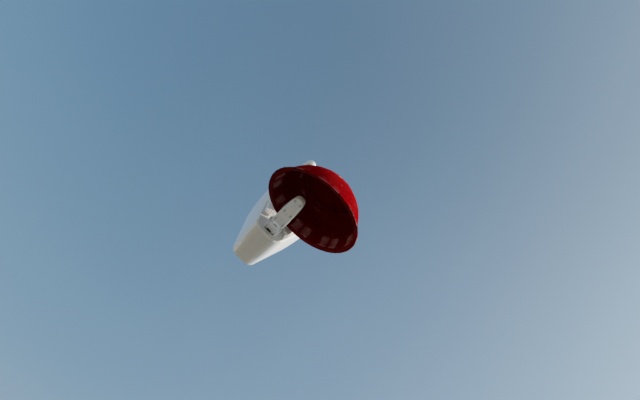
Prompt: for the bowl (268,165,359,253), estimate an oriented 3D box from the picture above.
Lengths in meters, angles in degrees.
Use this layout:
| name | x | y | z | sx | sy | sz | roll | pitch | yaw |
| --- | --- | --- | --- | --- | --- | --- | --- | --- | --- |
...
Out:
| name | x | y | z | sx | sy | sz | roll | pitch | yaw |
| --- | --- | --- | --- | --- | --- | --- | --- | --- | --- |
| bowl | 0.001 | 0.002 | 0.725 | 0.162 | 0.162 | 0.055 | 0 | 36 | 45 |
